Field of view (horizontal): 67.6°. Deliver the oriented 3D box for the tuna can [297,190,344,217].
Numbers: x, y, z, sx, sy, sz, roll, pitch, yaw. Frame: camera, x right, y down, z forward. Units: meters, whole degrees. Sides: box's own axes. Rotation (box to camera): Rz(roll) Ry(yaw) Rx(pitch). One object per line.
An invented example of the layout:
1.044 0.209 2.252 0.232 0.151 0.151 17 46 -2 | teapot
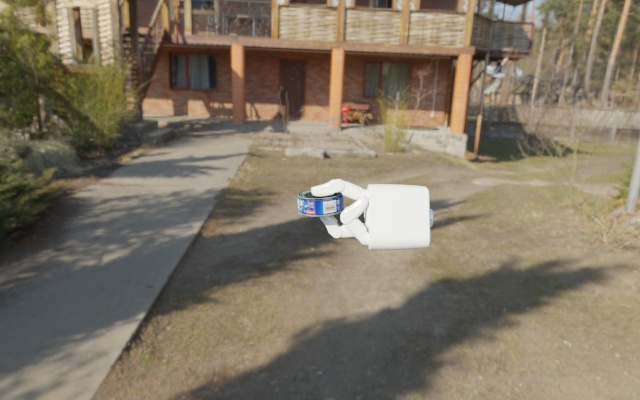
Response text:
0.000 0.002 0.881 0.086 0.034 0.086 -3 14 1 | tuna can
